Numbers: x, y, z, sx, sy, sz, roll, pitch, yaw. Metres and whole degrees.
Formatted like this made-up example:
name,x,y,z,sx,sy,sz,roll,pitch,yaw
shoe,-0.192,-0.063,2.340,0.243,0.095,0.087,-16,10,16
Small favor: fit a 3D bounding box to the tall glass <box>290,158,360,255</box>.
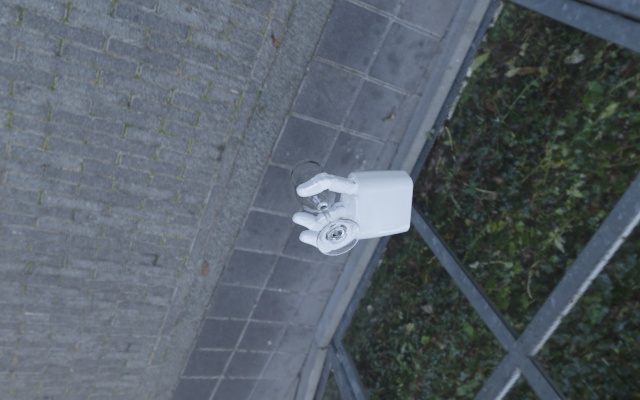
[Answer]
name,x,y,z,sx,sy,sz,roll,pitch,yaw
tall glass,0.000,0.003,0.838,0.079,0.079,0.201,0,35,-21
